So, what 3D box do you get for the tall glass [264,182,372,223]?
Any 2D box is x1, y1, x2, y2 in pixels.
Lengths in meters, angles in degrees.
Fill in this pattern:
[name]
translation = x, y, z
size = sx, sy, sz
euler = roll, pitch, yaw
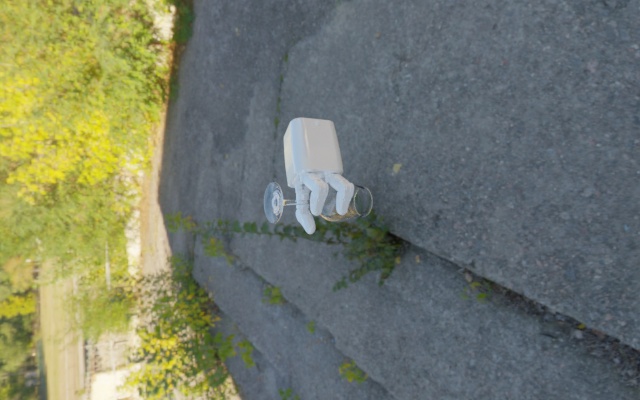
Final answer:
[tall glass]
translation = 0.000, 0.003, 0.900
size = 0.201, 0.079, 0.079
euler = 0, 0, -32
